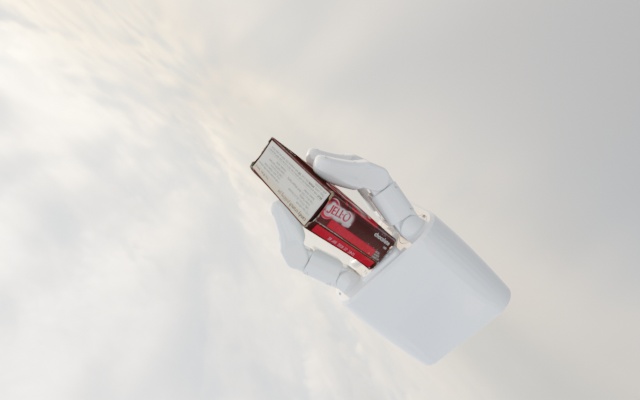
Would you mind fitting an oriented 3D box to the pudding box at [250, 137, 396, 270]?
[{"bbox_3d":[0.000,0.001,0.405,0.090,0.039,0.113,37,3,-41],"label":"pudding box"}]
